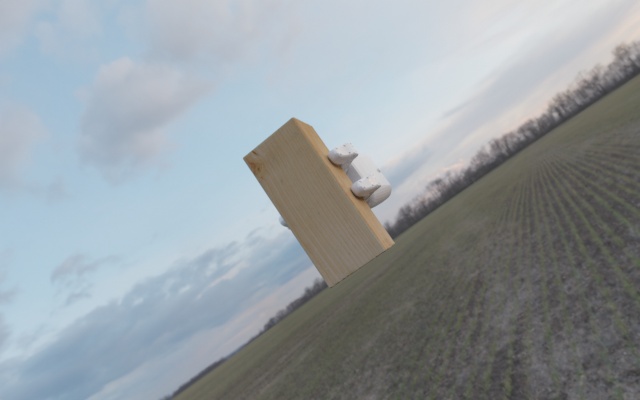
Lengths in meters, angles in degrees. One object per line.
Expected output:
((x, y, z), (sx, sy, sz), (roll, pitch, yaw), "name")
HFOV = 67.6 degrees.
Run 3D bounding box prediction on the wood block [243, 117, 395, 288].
((0.000, 0.002, 0.646), (0.091, 0.206, 0.090), (-37, -9, 14), "wood block")
